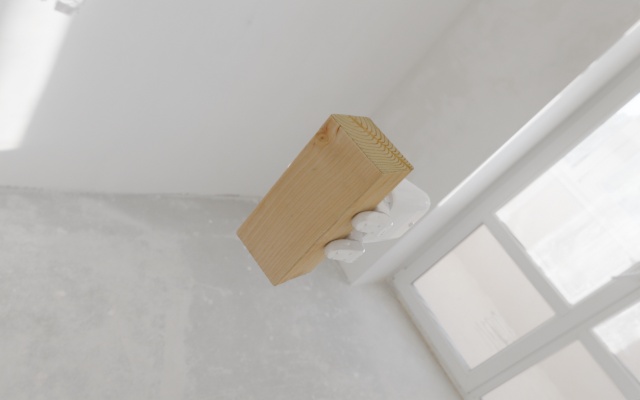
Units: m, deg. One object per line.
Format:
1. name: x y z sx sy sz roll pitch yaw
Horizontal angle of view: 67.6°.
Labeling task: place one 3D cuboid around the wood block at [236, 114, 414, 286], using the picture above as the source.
1. wood block: 0.000 0.002 0.585 0.206 0.090 0.090 -48 -20 28
